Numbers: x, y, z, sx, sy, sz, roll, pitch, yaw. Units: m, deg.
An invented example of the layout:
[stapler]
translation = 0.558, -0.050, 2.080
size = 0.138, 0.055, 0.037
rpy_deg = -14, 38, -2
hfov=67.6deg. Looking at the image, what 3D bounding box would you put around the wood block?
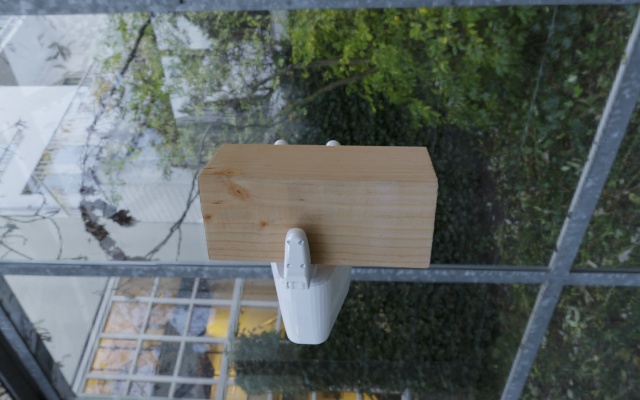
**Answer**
[wood block]
translation = 0.000, 0.002, 0.461
size = 0.206, 0.090, 0.090
rpy_deg = 1, 27, 4
